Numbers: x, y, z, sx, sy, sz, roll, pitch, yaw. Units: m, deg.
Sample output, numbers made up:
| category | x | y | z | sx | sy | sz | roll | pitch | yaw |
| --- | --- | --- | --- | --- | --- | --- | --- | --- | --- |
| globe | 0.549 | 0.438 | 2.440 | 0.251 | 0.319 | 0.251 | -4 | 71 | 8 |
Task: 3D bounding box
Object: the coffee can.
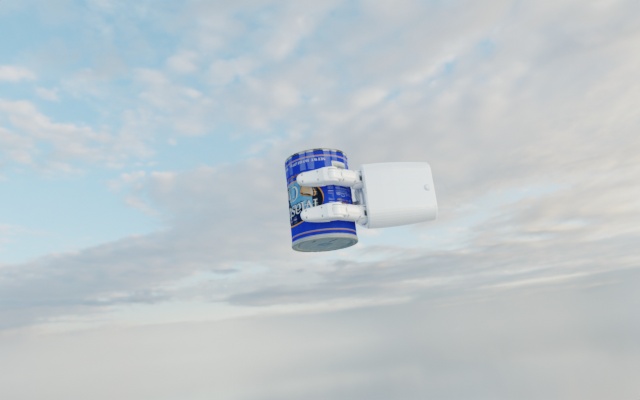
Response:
| category | x | y | z | sx | sy | sz | roll | pitch | yaw |
| --- | --- | --- | --- | --- | --- | --- | --- | --- | --- |
| coffee can | 0.000 | 0.003 | 0.749 | 0.103 | 0.140 | 0.103 | -6 | -17 | -2 |
